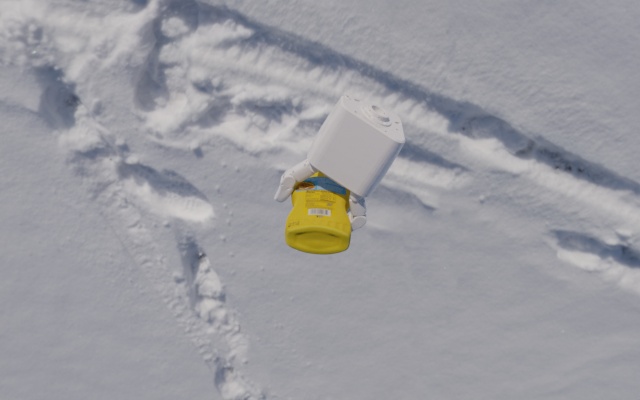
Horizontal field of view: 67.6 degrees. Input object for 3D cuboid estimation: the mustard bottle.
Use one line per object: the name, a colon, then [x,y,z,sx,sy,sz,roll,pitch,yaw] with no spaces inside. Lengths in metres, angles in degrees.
mustard bottle: [0.000,0.003,0.760,0.096,0.058,0.191,3,36,1]
